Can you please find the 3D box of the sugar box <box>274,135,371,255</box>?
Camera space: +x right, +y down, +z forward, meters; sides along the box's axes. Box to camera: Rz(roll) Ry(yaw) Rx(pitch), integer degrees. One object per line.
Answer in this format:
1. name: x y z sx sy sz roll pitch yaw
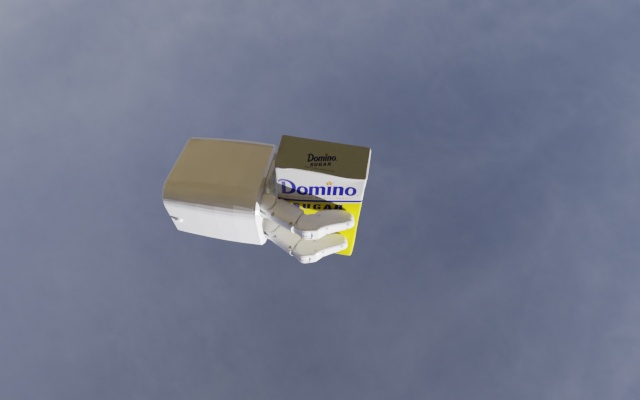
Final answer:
1. sugar box: 0.000 0.002 0.539 0.093 0.048 0.176 9 -28 4
